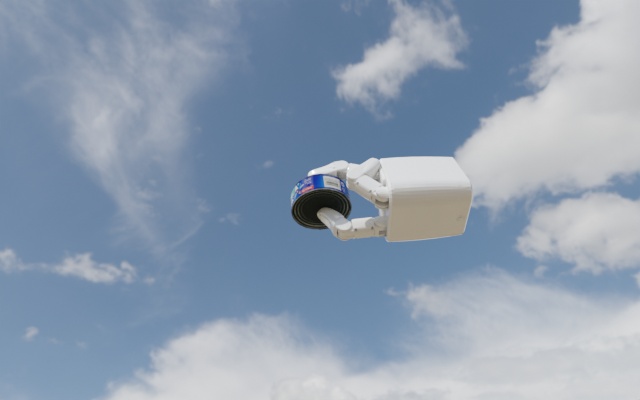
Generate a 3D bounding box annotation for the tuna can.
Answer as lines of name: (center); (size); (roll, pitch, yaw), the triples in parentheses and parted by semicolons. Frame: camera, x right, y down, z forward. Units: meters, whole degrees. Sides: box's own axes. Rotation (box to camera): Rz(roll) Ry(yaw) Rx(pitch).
tuna can: (0.000, 0.002, 0.685); (0.086, 0.033, 0.086); (-4, -42, -4)
